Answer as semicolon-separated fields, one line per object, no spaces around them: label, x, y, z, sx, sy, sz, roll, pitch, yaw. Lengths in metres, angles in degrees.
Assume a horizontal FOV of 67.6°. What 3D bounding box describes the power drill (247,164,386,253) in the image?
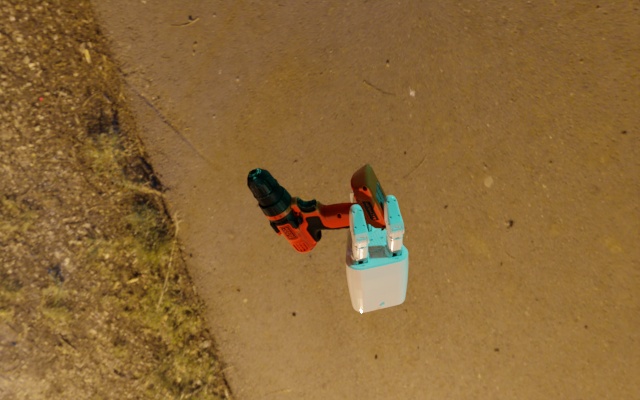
power drill;0.001;0.003;0.738;0.187;0.057;0.184;-12;-45;24
